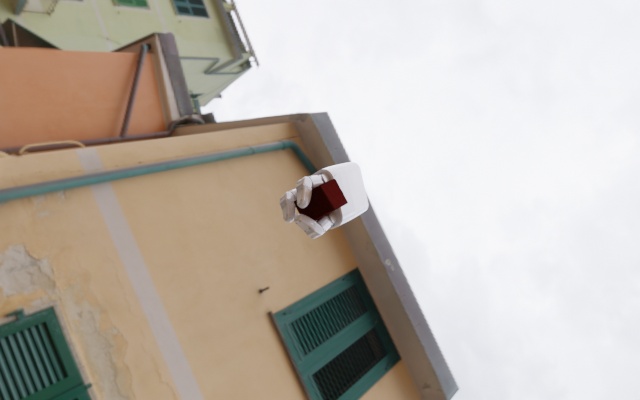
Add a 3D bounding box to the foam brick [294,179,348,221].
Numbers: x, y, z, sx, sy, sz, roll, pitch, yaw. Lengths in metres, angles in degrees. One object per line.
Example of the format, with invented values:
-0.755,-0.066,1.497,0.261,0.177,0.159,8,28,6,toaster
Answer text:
0.000,0.003,0.876,0.078,0.053,0.051,-30,-3,39,foam brick
